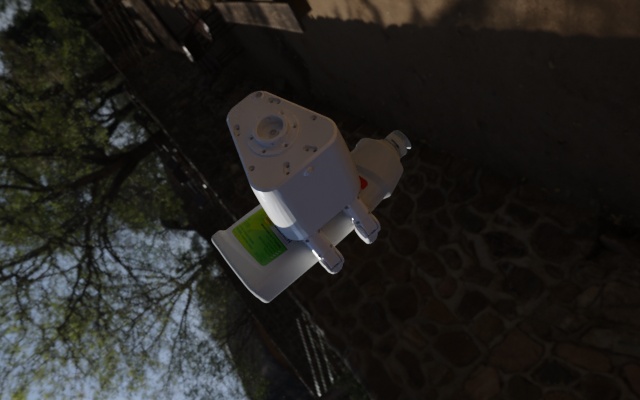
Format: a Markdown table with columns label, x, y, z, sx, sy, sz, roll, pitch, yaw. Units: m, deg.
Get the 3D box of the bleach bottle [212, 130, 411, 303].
| label | x | y | z | sx | sy | sz | roll | pitch | yaw |
| --- | --- | --- | --- | --- | --- | --- | --- | --- | --- |
| bleach bottle | 0.000 | 0.002 | 0.565 | 0.102 | 0.251 | 0.068 | 45 | -8 | 30 |
